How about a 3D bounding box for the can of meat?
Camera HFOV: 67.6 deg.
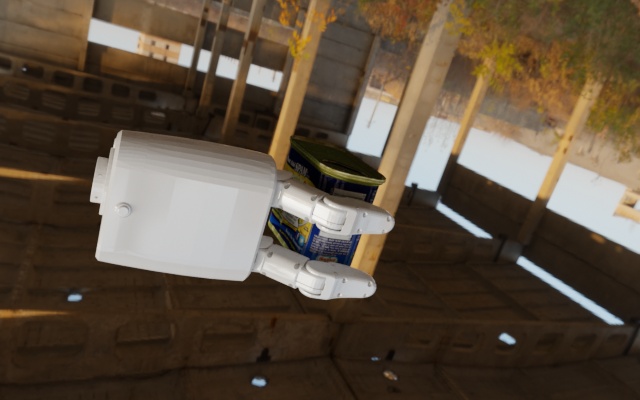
[{"bbox_3d":[0.000,0.002,0.401,0.057,0.084,0.102,9,18,-28],"label":"can of meat"}]
